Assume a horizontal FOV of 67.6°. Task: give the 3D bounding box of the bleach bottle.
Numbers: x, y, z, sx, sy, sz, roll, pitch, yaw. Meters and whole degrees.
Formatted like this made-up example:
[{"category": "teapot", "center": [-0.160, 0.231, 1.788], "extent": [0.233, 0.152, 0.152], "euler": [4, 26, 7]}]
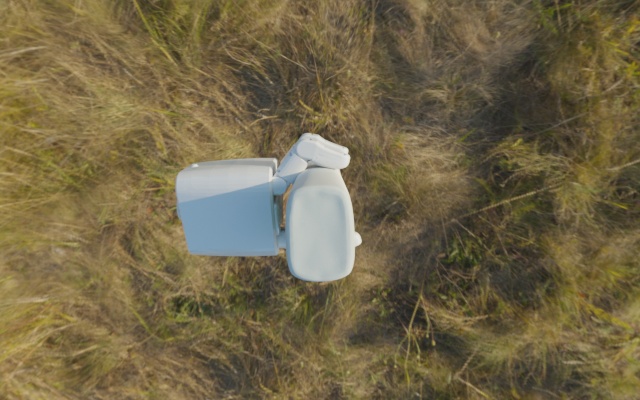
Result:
[{"category": "bleach bottle", "center": [0.000, 0.002, 0.577], "extent": [0.068, 0.102, 0.250], "euler": [-1, 14, 1]}]
